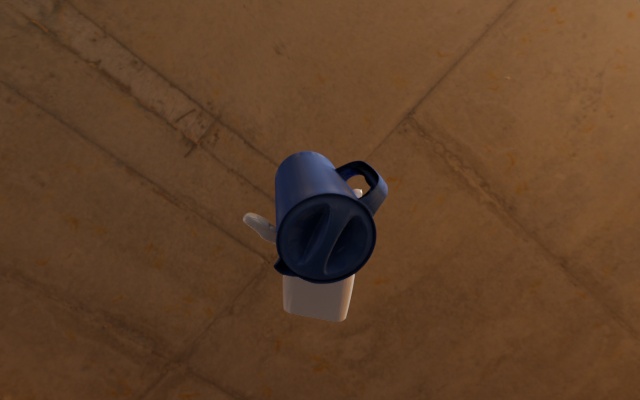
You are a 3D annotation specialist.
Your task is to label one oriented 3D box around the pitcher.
[{"bbox_3d":[0.000,0.003,0.723,0.149,0.145,0.242,2,23,-10],"label":"pitcher"}]
